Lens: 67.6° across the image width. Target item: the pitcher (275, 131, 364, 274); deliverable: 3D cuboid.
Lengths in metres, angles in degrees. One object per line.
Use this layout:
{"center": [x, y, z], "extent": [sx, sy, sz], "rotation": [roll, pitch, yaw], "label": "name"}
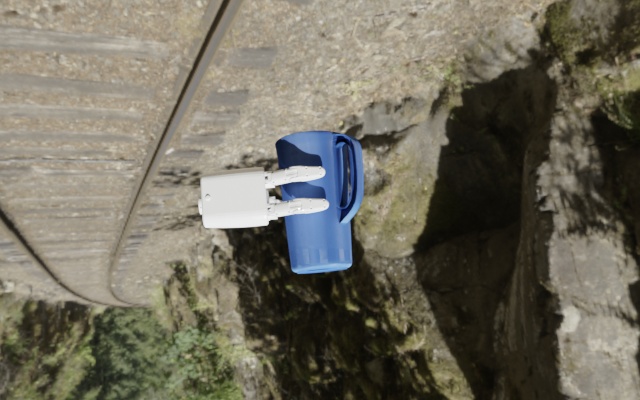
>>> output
{"center": [0.000, 0.003, 0.850], "extent": [0.145, 0.242, 0.149], "rotation": [-4, -11, -5], "label": "pitcher"}
